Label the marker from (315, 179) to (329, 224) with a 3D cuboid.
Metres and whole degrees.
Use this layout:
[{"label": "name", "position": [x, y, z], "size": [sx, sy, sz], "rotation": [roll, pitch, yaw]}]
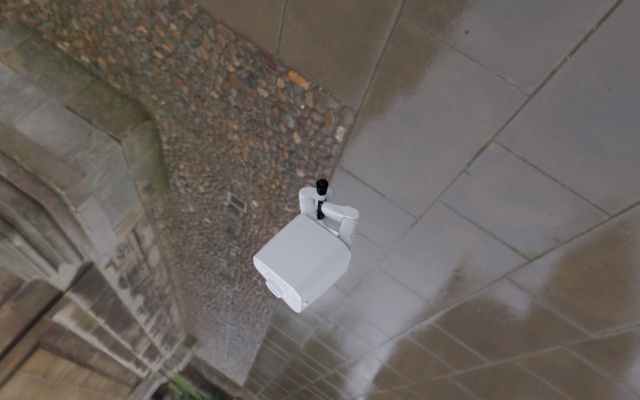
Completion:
[{"label": "marker", "position": [0.000, 0.002, 0.761], "size": [0.020, 0.020, 0.121], "rotation": [0, -29, -3]}]
